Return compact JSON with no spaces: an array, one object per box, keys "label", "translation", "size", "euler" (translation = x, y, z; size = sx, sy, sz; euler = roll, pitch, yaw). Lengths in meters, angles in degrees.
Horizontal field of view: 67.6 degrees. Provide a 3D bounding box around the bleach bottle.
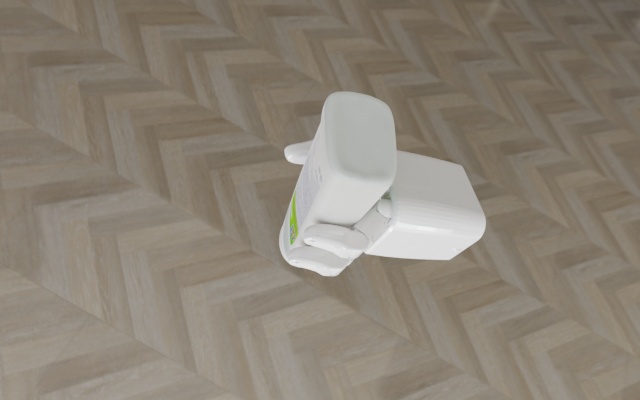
[{"label":"bleach bottle","translation":[0.000,0.002,0.517],"size":[0.068,0.102,0.251],"euler":[8,-29,-15]}]
